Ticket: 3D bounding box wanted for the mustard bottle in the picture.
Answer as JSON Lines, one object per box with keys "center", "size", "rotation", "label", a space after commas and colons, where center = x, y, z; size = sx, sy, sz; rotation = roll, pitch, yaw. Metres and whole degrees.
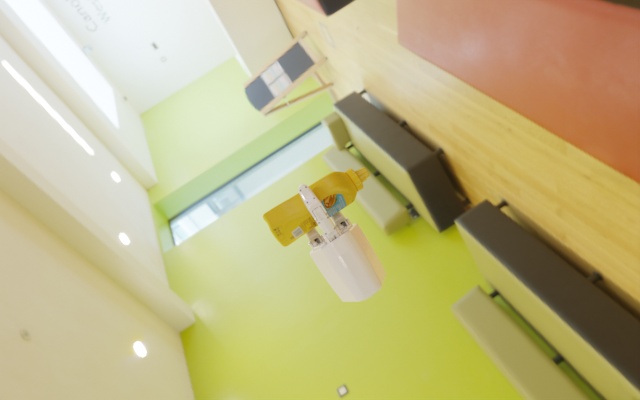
{"center": [0.000, 0.003, 0.812], "size": [0.191, 0.058, 0.096], "rotation": [-32, -26, -3], "label": "mustard bottle"}
